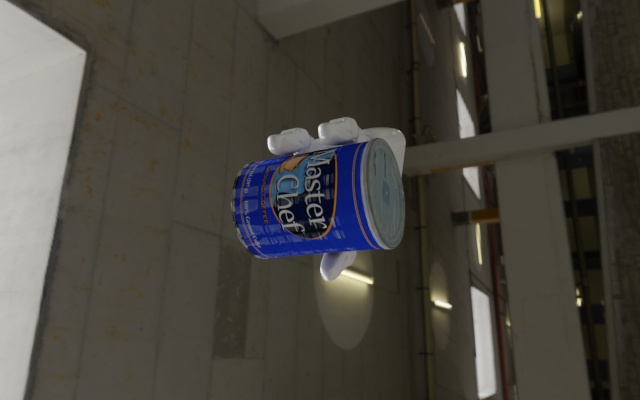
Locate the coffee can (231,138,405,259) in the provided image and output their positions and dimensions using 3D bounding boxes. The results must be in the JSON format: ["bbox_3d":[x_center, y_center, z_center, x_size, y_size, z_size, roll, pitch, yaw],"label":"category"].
[{"bbox_3d":[0.000,0.002,0.467,0.140,0.103,0.103,-8,-3,26],"label":"coffee can"}]
